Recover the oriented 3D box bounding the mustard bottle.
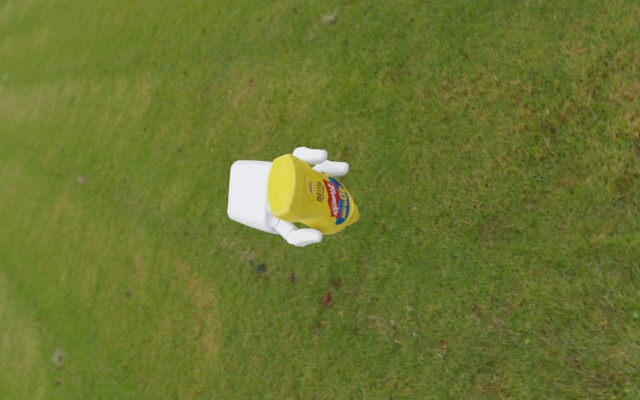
[{"bbox_3d":[0.000,0.002,0.756,0.058,0.096,0.192,-19,-28,34],"label":"mustard bottle"}]
